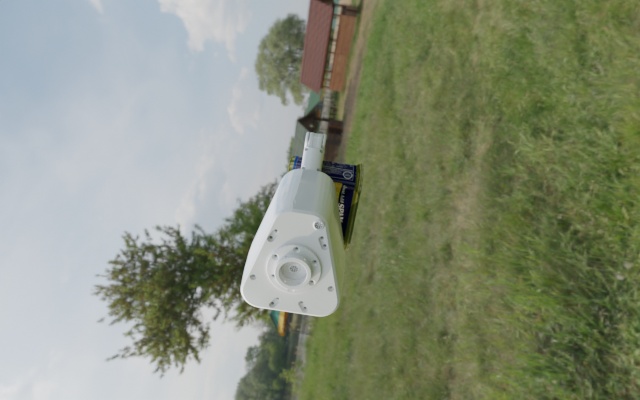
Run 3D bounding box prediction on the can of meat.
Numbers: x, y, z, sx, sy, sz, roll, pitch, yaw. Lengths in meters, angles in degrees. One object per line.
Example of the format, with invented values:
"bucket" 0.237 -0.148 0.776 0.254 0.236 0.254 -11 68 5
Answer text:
"can of meat" 0.000 0.002 0.561 0.084 0.102 0.057 9 25 -1
